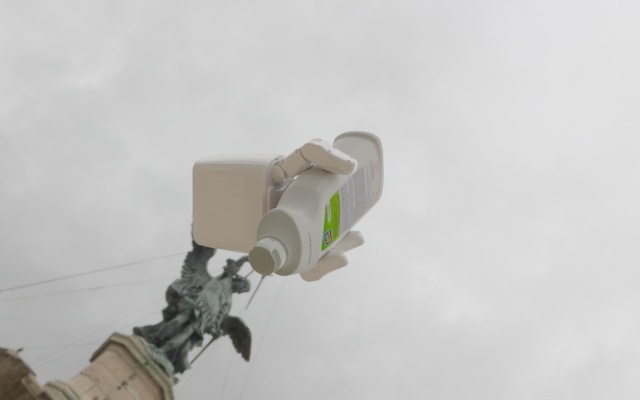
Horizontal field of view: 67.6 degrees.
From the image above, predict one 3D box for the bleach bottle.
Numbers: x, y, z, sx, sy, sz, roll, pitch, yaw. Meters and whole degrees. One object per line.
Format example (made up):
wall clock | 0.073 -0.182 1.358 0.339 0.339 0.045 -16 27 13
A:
bleach bottle | 0.000 0.002 0.524 0.068 0.103 0.250 5 23 25
